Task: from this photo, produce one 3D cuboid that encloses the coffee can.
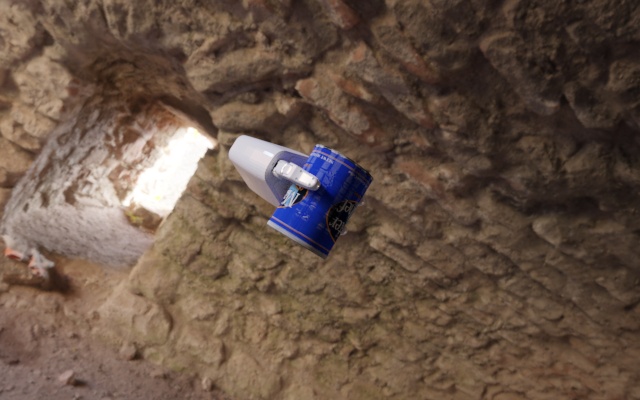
[{"bbox_3d":[0.000,0.003,0.714,0.103,0.140,0.103,31,-5,3],"label":"coffee can"}]
